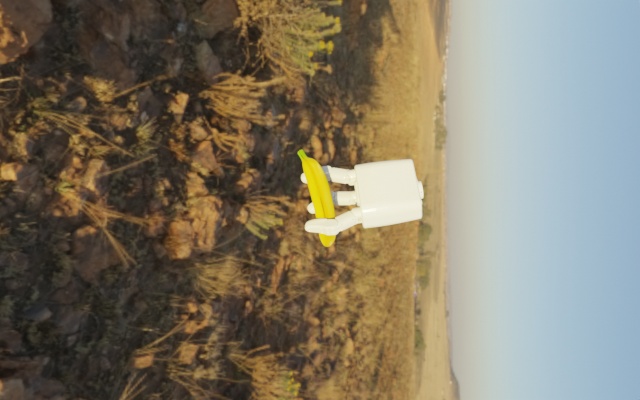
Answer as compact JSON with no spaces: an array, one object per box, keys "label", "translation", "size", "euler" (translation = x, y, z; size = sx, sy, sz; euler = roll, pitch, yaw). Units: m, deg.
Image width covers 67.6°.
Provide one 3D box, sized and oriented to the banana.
[{"label":"banana","translation":[0.003,0.006,0.862],"size":[0.037,0.198,0.069],"euler":[-16,21,-5]}]
